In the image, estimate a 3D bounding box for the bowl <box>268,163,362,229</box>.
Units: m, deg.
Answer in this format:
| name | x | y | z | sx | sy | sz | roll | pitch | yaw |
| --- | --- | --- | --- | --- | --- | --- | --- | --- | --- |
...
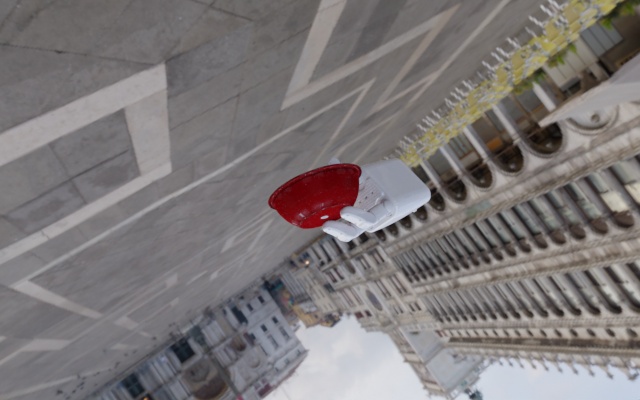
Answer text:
| name | x | y | z | sx | sy | sz | roll | pitch | yaw |
| --- | --- | --- | --- | --- | --- | --- | --- | --- | --- |
| bowl | -0.001 | 0.003 | 0.770 | 0.162 | 0.055 | 0.162 | -18 | -18 | -6 |
